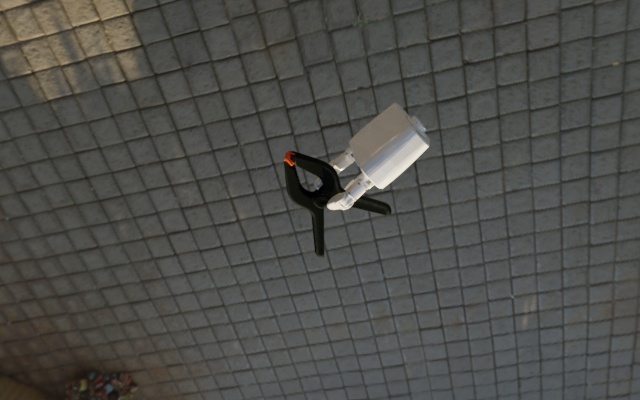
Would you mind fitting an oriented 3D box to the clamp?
[{"bbox_3d":[0.000,0.003,0.848,0.210,0.164,0.036,42,18,-19],"label":"clamp"}]
